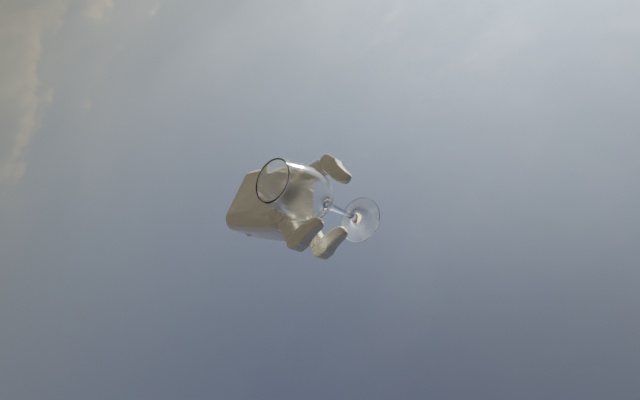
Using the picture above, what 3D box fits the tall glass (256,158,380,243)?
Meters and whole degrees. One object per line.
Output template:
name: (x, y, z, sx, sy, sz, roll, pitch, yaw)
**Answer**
tall glass: (0.001, 0.002, 0.688, 0.079, 0.079, 0.201, 0, -17, 41)
